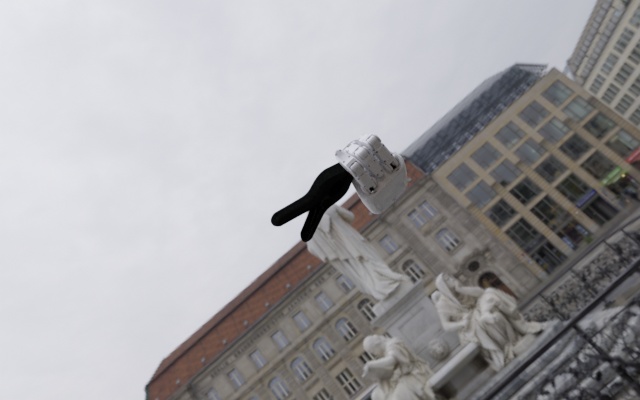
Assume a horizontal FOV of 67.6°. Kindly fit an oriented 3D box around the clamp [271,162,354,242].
[{"bbox_3d":[0.000,0.002,0.829,0.171,0.039,0.120,-41,-26,-2],"label":"clamp"}]
